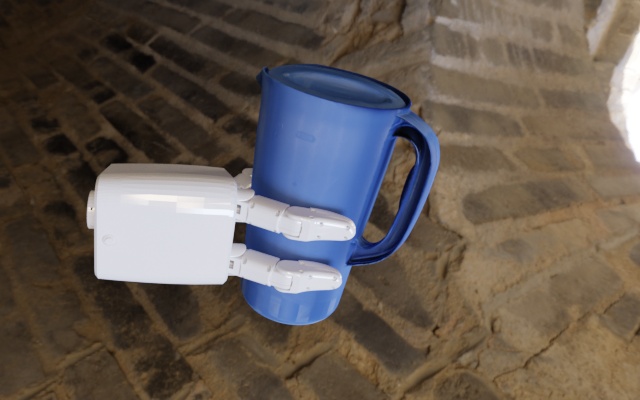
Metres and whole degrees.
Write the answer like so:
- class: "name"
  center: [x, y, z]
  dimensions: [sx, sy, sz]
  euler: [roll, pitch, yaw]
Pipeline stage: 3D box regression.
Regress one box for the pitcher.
- class: "pitcher"
  center: [0.000, 0.001, 0.461]
  dimensions: [0.145, 0.243, 0.149]
  euler: [4, 27, -19]
